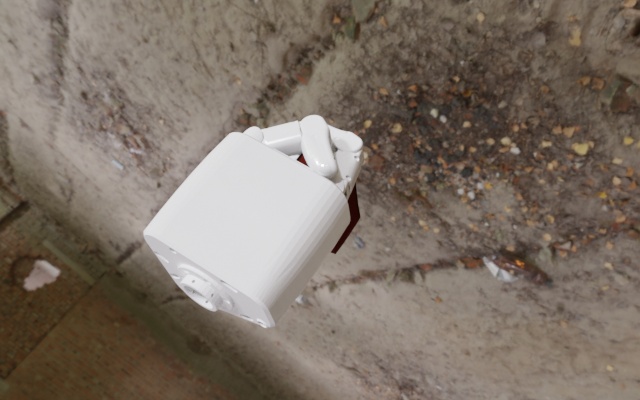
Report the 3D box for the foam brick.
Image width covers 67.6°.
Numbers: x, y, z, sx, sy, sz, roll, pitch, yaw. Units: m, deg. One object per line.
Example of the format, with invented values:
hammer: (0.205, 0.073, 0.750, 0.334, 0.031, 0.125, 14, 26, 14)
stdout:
foam brick: (0.000, 0.002, 0.438, 0.053, 0.051, 0.078, 19, -34, 25)
